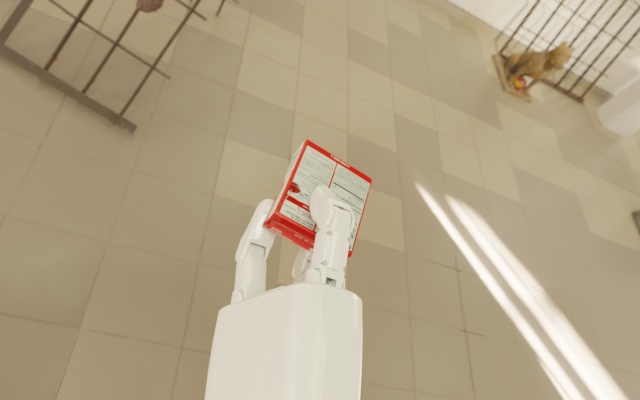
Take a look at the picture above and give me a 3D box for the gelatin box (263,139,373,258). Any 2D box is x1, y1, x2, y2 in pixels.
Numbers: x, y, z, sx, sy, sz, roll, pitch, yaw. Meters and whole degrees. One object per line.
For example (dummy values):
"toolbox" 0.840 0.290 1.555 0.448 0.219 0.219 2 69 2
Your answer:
"gelatin box" 0.000 0.001 0.414 0.073 0.089 0.030 30 -37 -14
